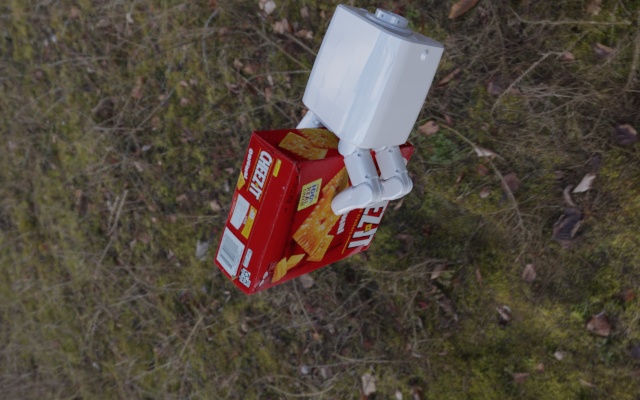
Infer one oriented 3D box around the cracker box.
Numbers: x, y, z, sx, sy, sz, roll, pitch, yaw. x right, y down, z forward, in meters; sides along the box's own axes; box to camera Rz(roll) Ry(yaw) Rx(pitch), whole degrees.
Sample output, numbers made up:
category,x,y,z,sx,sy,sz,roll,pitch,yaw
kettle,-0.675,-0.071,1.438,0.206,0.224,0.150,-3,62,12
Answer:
category,x,y,z,sx,sy,sz,roll,pitch,yaw
cracker box,0.000,0.002,0.542,0.072,0.164,0.213,39,32,29
